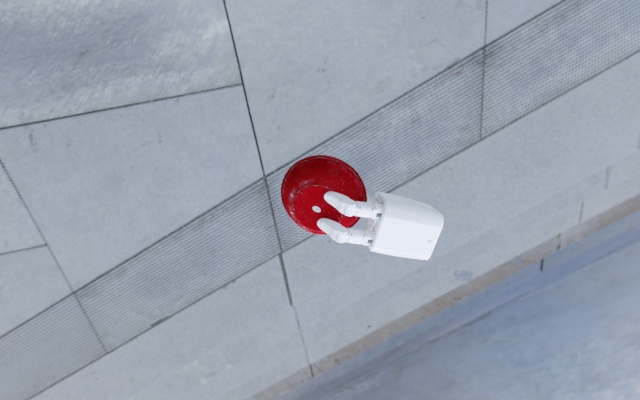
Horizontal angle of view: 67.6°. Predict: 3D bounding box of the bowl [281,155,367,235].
[{"bbox_3d":[-0.001,0.003,0.857,0.162,0.162,0.055,0,26,12],"label":"bowl"}]
